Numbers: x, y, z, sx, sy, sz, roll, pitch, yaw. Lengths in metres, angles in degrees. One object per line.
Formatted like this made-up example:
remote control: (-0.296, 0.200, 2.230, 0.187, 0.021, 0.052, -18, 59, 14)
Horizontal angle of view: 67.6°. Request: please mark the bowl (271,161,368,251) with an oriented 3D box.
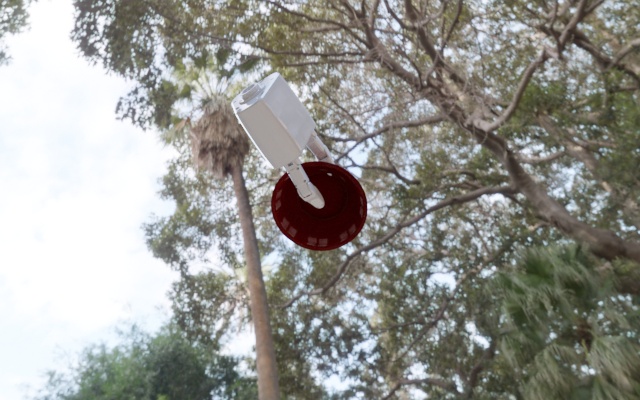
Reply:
bowl: (0.001, 0.004, 0.812, 0.162, 0.162, 0.055, 0, 22, 7)
